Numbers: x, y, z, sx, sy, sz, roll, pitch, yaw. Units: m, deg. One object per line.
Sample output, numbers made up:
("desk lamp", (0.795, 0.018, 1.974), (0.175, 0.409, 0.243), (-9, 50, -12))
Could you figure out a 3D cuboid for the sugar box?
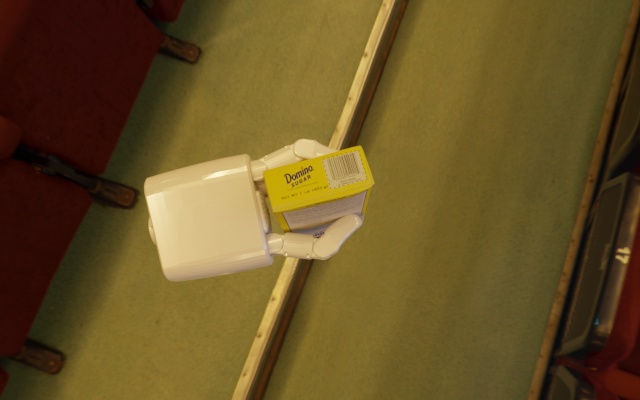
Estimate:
("sugar box", (0.000, 0.001, 0.497), (0.093, 0.048, 0.176), (-14, -12, -3))
